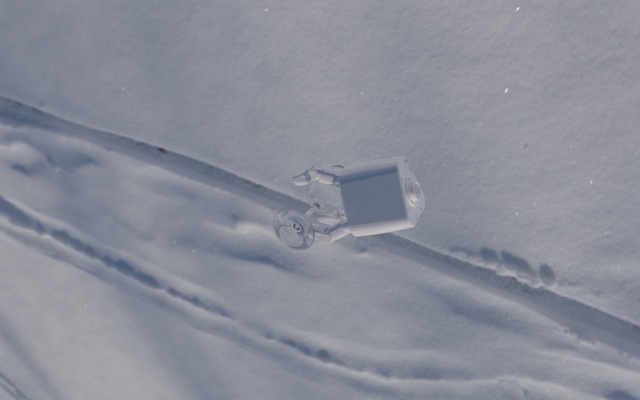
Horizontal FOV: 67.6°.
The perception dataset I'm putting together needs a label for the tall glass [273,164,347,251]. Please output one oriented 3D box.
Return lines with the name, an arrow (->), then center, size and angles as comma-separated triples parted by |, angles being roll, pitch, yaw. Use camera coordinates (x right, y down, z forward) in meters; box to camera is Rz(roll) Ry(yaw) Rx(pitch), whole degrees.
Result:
tall glass -> 0.000, 0.003, 0.825 | 0.079, 0.079, 0.201 | 0, 26, 28
